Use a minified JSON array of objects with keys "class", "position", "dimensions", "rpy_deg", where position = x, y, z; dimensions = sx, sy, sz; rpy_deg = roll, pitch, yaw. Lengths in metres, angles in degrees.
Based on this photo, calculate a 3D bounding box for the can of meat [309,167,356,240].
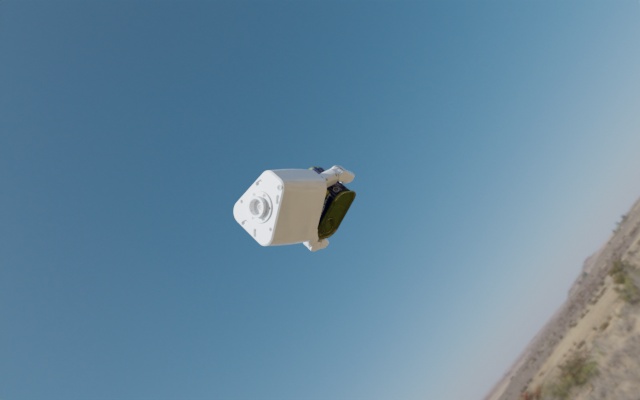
[{"class":"can of meat","position":[0.000,0.002,0.841],"dimensions":[0.084,0.102,0.057],"rpy_deg":[41,27,27]}]
